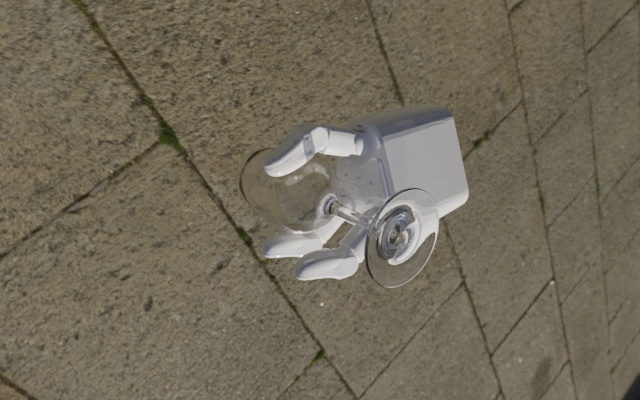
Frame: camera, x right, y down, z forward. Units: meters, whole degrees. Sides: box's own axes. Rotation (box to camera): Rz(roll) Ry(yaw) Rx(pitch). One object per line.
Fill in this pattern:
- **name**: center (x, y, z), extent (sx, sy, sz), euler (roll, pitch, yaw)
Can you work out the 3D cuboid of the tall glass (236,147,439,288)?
- **tall glass**: center (0.000, 0.002, 0.412), extent (0.079, 0.079, 0.201), euler (0, 15, -39)
